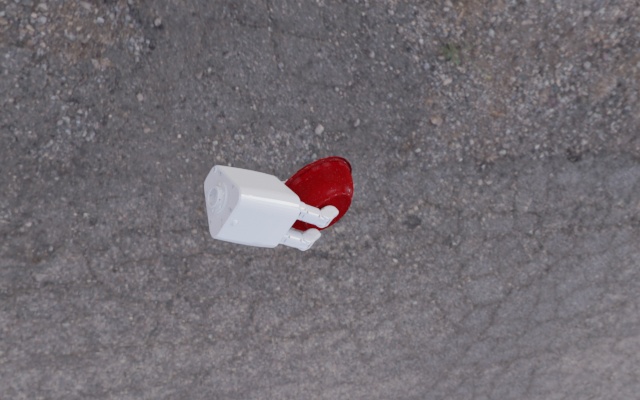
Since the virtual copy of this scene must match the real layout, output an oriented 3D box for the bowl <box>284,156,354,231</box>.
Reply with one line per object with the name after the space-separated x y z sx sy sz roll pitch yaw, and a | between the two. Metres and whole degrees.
0.001 0.003 0.813 0.162 0.162 0.055 0 44 -49 | bowl
